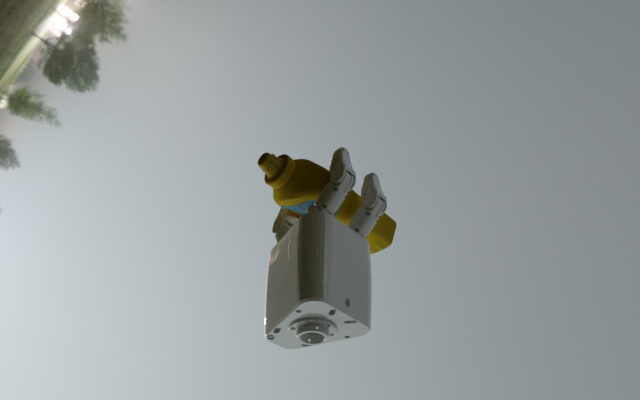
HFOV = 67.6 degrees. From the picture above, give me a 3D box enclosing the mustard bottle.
[{"bbox_3d":[0.000,0.002,0.583,0.192,0.058,0.096,36,-28,-32],"label":"mustard bottle"}]
